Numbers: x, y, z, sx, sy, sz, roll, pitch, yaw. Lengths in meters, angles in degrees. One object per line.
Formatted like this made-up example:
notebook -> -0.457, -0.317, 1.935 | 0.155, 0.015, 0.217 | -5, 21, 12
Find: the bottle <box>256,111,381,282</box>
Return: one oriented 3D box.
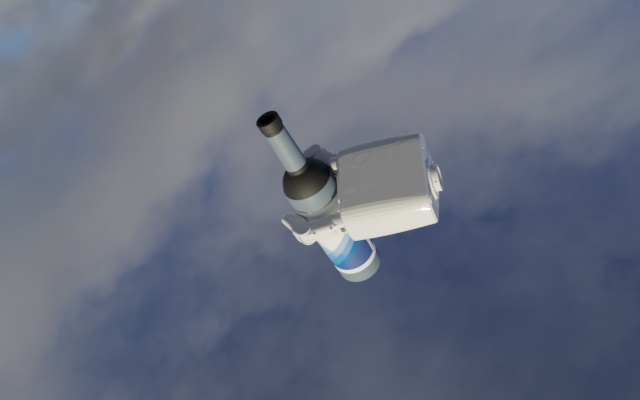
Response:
bottle -> 0.000, 0.002, 0.626 | 0.069, 0.069, 0.296 | 0, -39, 32
